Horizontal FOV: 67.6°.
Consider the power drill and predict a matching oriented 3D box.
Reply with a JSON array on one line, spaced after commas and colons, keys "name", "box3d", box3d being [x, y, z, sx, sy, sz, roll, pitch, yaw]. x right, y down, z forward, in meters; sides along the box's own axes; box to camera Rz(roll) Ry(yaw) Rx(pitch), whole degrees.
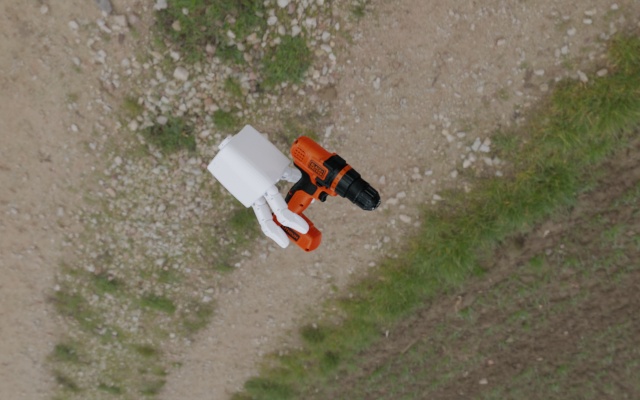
[{"name": "power drill", "box3d": [0.000, 0.003, 0.857, 0.184, 0.188, 0.057, 40, 35, 15]}]
